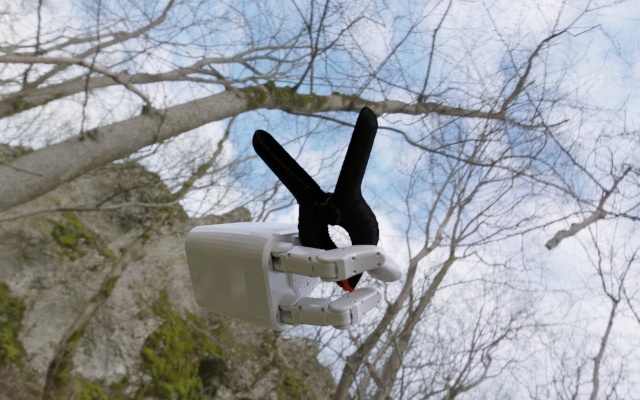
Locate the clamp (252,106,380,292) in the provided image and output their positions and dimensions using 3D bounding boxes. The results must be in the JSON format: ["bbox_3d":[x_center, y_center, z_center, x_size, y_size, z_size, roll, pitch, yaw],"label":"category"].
[{"bbox_3d":[0.000,0.001,0.441,0.120,0.171,0.039,4,20,29],"label":"clamp"}]
